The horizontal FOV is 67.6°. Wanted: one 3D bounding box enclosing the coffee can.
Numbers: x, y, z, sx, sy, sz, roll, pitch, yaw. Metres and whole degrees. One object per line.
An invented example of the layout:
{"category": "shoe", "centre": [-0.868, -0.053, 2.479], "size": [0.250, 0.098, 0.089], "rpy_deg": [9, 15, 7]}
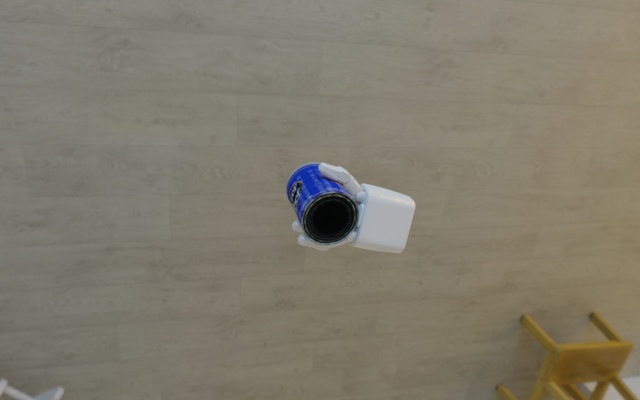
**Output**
{"category": "coffee can", "centre": [0.000, 0.003, 0.871], "size": [0.103, 0.103, 0.140], "rpy_deg": [0, 25, -16]}
